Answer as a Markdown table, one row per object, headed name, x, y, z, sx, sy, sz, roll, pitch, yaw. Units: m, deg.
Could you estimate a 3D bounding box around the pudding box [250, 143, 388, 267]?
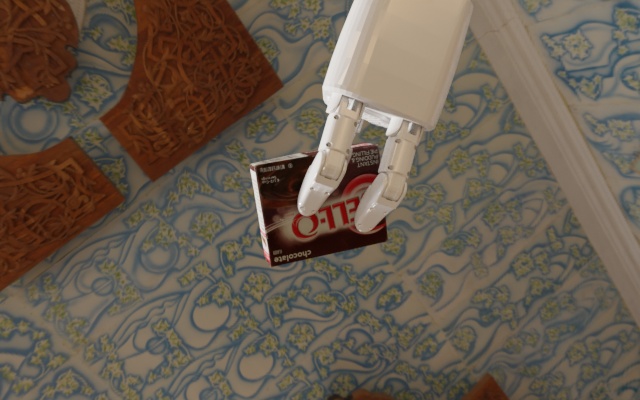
| name | x | y | z | sx | sy | sz | roll | pitch | yaw |
| --- | --- | --- | --- | --- | --- | --- | --- | --- | --- |
| pudding box | 0.000 | 0.001 | 0.423 | 0.113 | 0.090 | 0.039 | -11 | 13 | -13 |
